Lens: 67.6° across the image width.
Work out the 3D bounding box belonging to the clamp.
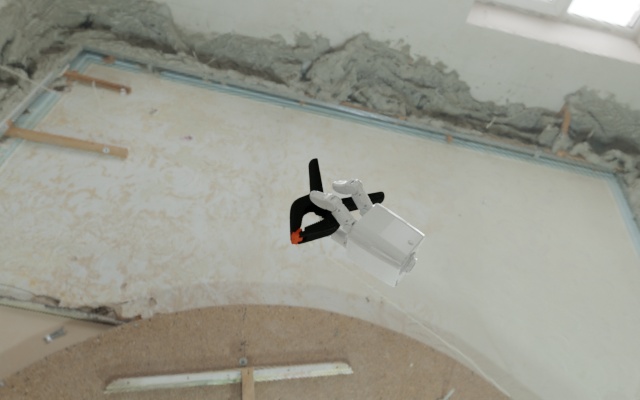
[{"bbox_3d":[0.000,0.004,0.874,0.164,0.036,0.210,33,47,20],"label":"clamp"}]
